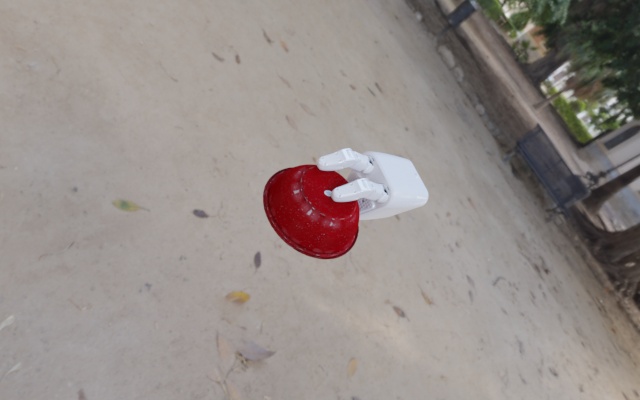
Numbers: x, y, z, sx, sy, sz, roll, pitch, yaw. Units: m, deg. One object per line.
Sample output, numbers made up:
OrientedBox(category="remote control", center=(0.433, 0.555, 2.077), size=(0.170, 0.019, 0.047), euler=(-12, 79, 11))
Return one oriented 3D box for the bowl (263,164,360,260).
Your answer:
OrientedBox(category="bowl", center=(-0.001, 0.002, 0.696), size=(0.162, 0.162, 0.055), euler=(0, -33, -34))
